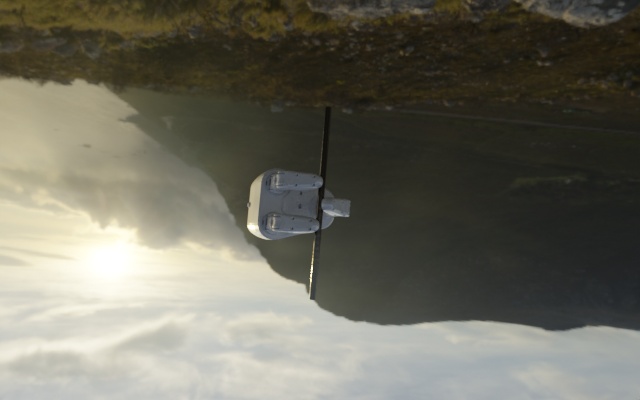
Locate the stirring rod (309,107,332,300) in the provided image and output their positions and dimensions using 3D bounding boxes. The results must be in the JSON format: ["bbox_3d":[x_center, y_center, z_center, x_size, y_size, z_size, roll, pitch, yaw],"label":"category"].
[{"bbox_3d":[0.000,0.002,0.594,0.011,0.239,0.011,5,-4,0],"label":"stirring rod"}]
